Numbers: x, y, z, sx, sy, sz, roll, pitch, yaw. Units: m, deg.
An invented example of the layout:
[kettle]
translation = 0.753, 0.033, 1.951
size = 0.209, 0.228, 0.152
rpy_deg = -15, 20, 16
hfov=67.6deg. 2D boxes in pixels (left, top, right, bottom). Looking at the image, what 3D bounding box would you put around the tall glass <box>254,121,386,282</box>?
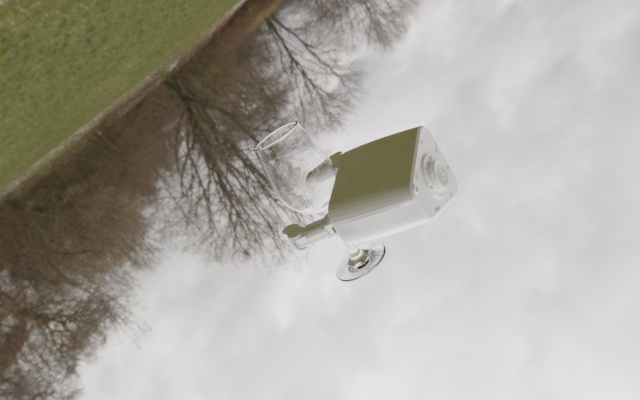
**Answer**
[tall glass]
translation = 0.000, 0.003, 0.588
size = 0.079, 0.201, 0.079
rpy_deg = -30, 20, 12
